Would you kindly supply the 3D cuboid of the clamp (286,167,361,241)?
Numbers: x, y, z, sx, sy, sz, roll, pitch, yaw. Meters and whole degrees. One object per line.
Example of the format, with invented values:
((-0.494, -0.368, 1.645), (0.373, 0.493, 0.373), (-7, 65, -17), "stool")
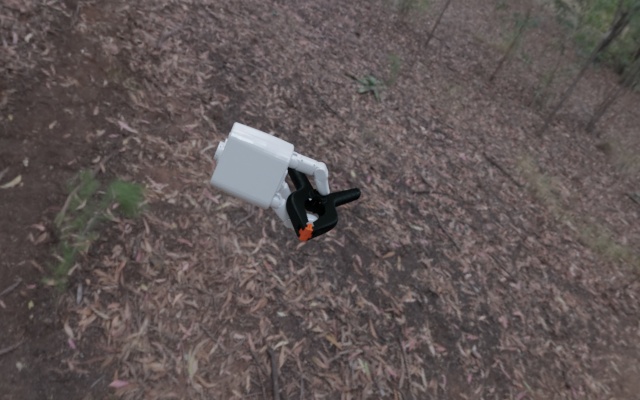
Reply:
((0.000, 0.002, 0.843), (0.164, 0.036, 0.209), (22, 34, -13), "clamp")
